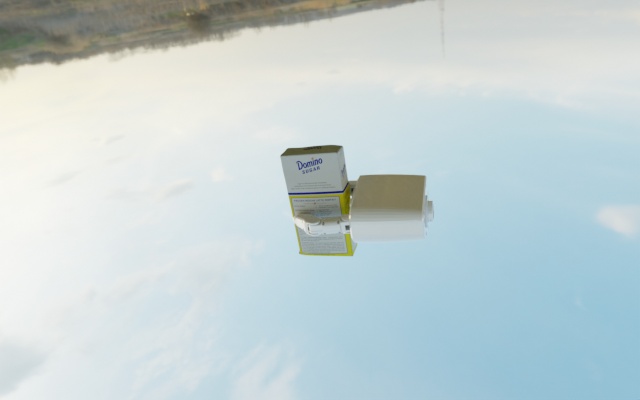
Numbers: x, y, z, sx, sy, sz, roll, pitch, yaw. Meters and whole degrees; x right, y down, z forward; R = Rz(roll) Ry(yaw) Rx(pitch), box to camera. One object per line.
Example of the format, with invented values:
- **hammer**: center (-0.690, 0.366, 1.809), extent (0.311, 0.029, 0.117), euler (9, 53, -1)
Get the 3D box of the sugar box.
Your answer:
- **sugar box**: center (0.000, 0.002, 0.750), extent (0.093, 0.176, 0.048), euler (-1, 23, 17)
